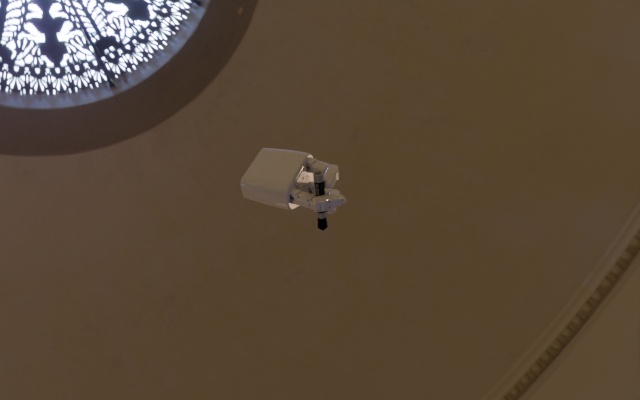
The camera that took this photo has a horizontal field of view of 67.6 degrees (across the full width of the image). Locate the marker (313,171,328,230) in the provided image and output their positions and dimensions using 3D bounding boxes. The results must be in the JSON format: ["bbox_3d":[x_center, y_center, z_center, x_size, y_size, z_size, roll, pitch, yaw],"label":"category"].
[{"bbox_3d":[0.000,0.003,0.861,0.020,0.121,0.020,-3,33,2],"label":"marker"}]
